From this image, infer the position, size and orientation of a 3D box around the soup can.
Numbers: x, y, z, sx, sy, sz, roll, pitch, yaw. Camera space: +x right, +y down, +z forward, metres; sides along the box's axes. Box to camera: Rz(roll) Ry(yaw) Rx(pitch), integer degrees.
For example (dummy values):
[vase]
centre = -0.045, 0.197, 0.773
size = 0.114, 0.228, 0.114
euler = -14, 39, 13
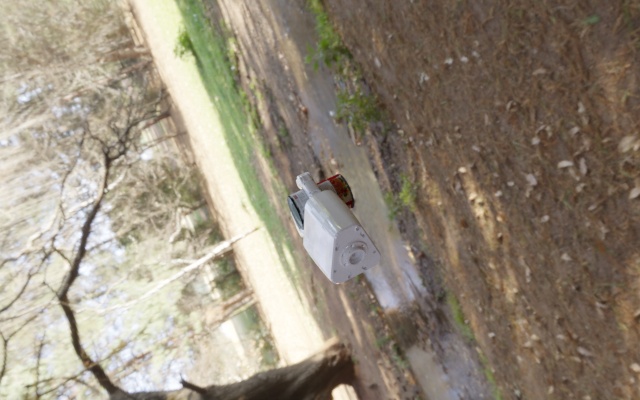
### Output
[soup can]
centre = 0.000, 0.003, 0.846
size = 0.102, 0.068, 0.068
euler = -24, 6, -13
